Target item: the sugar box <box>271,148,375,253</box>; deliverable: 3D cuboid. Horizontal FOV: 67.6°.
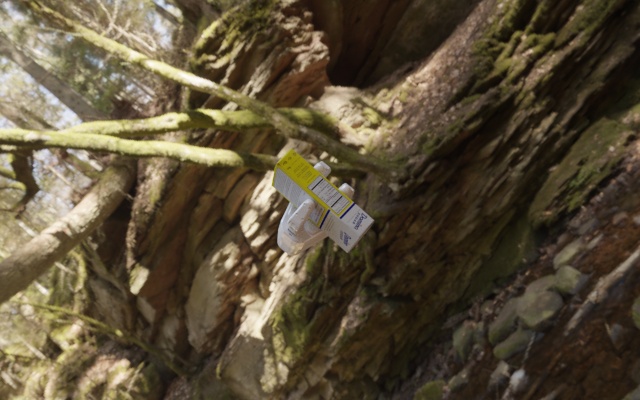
[{"bbox_3d":[0.000,0.002,0.777,0.176,0.048,0.093,39,-22,6],"label":"sugar box"}]
